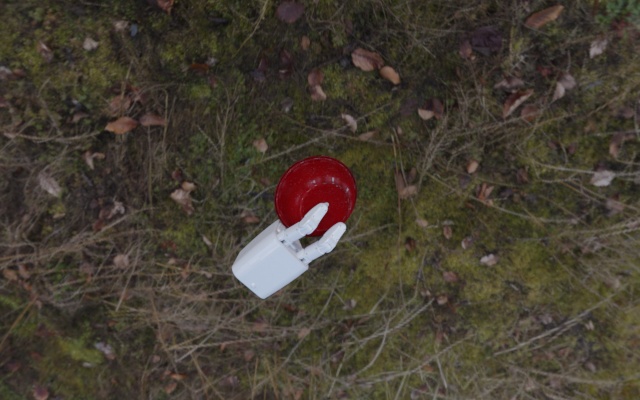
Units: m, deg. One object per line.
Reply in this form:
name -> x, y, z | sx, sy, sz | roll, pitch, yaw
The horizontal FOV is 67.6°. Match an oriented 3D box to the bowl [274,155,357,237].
bowl -> 0.001, 0.002, 0.866 | 0.162, 0.162, 0.055 | 0, 20, -18
